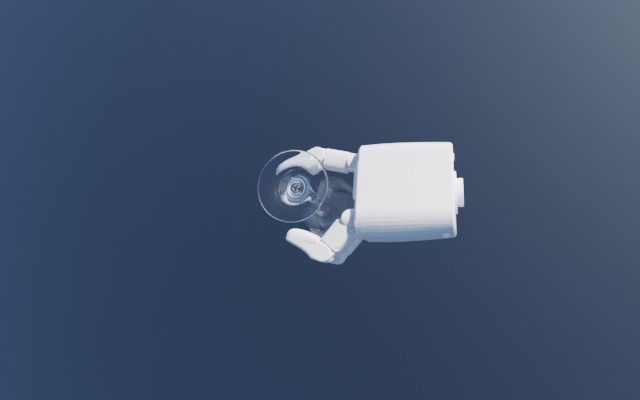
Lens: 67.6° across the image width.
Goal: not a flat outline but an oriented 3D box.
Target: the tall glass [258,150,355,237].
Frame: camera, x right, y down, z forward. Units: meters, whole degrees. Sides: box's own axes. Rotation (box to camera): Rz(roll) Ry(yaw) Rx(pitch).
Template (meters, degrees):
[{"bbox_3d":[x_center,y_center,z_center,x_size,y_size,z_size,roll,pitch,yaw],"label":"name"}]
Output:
[{"bbox_3d":[0.000,0.002,0.568,0.079,0.079,0.201,0,-10,16],"label":"tall glass"}]
